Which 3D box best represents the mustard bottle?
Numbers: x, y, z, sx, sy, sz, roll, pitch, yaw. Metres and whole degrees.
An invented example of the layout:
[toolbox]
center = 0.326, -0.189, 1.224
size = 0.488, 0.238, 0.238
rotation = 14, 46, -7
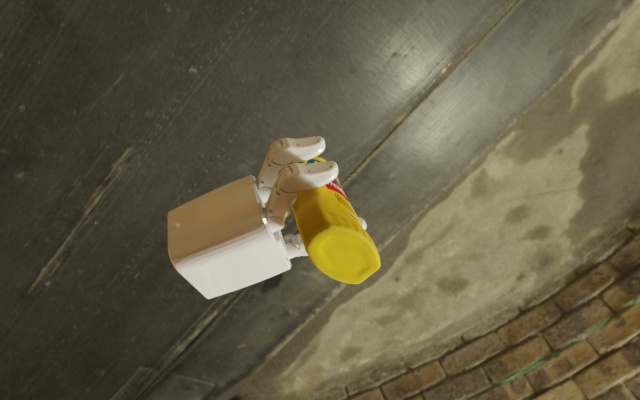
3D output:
[mustard bottle]
center = 0.000, 0.002, 0.538
size = 0.096, 0.058, 0.191
rotation = 39, 17, -36
